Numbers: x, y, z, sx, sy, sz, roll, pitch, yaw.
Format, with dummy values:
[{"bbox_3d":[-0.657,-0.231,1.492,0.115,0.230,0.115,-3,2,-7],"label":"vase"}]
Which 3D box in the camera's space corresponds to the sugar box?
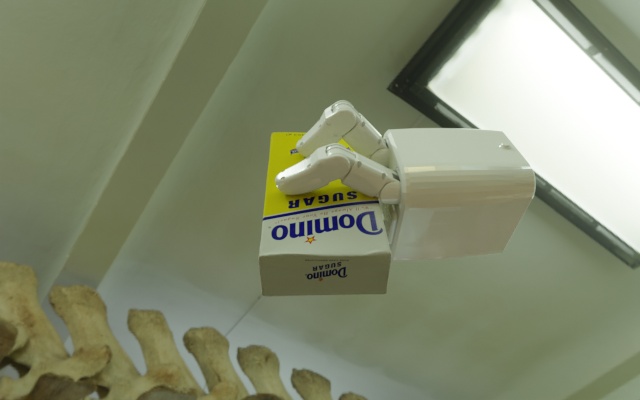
[{"bbox_3d":[0.000,0.001,0.400,0.093,0.048,0.176,-1,34,-3],"label":"sugar box"}]
